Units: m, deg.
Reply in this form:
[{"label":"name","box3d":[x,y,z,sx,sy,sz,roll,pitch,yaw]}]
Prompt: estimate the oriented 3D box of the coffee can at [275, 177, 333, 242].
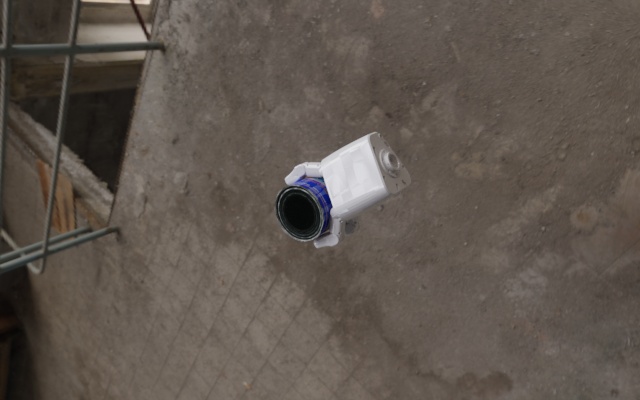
[{"label":"coffee can","box3d":[0.000,0.003,0.866,0.103,0.103,0.140,0,17,35]}]
